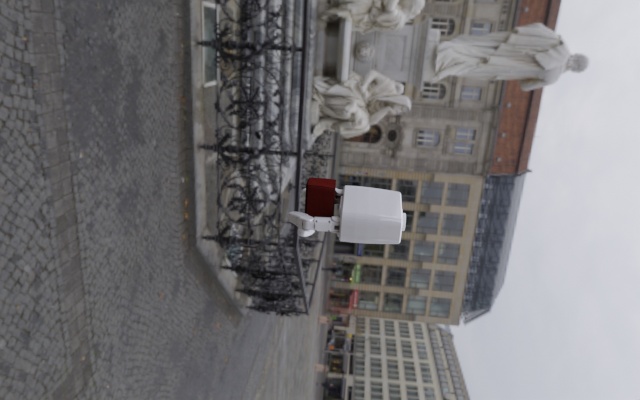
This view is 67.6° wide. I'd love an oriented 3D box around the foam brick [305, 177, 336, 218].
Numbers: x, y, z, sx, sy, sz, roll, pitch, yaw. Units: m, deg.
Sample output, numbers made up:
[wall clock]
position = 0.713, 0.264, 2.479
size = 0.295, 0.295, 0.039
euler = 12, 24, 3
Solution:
[foam brick]
position = 0.000, 0.003, 0.856
size = 0.051, 0.078, 0.053
euler = 5, 20, 4
